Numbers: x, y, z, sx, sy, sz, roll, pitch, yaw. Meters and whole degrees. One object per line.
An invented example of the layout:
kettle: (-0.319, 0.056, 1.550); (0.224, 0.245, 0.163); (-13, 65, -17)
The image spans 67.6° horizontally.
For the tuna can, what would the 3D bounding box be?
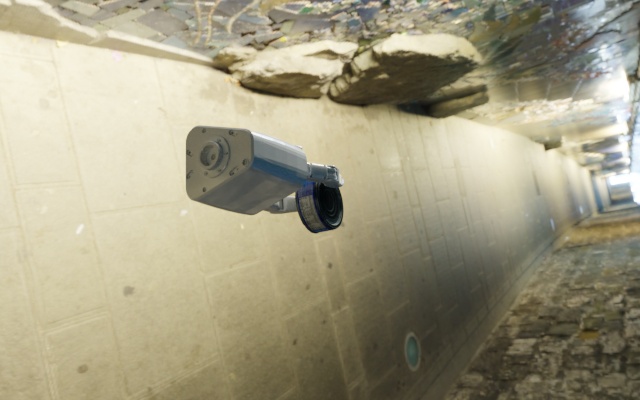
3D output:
tuna can: (0.001, 0.002, 0.678); (0.034, 0.086, 0.086); (-13, -6, 26)
